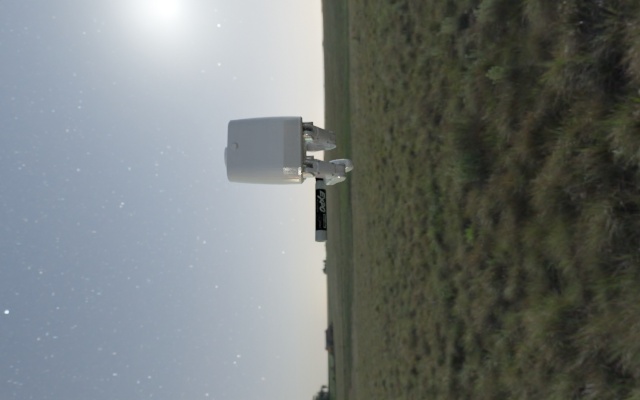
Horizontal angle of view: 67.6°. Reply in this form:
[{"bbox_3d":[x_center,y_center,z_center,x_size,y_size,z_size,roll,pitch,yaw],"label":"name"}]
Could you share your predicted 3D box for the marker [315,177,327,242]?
[{"bbox_3d":[0.000,0.002,0.724,0.020,0.121,0.020,-1,-14,0],"label":"marker"}]
